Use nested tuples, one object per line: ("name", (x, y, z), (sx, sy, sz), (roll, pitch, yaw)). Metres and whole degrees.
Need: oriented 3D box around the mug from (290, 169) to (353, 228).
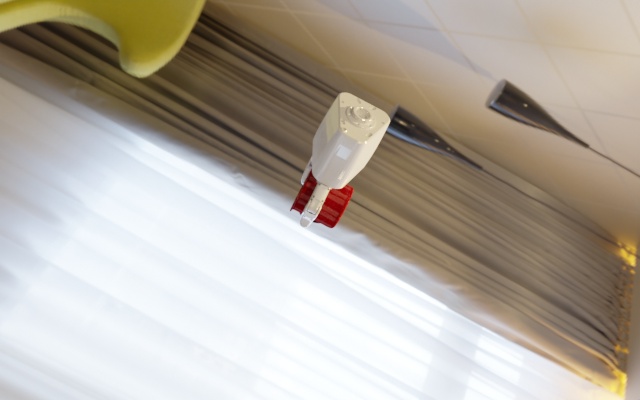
("mug", (0.000, 0.004, 0.831), (0.081, 0.093, 0.117), (28, -42, -2))
